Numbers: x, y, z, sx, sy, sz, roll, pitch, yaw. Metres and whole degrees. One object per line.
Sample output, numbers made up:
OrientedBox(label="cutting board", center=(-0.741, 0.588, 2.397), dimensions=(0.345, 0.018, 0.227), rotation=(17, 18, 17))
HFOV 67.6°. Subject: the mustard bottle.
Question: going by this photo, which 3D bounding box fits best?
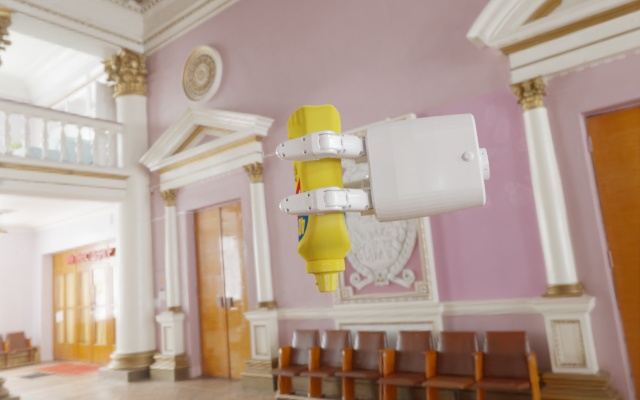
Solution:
OrientedBox(label="mustard bottle", center=(0.000, 0.001, 0.516), dimensions=(0.058, 0.191, 0.096), rotation=(-4, -9, -9))
